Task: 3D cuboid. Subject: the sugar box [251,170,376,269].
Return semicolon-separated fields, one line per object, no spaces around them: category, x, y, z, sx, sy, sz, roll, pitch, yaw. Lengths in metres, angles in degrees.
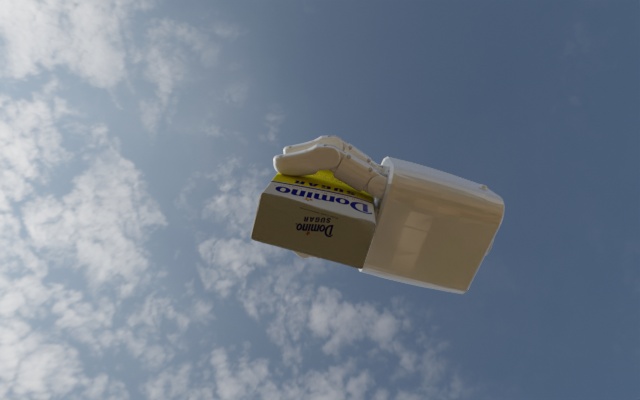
sugar box;0.000;0.001;0.444;0.093;0.048;0.176;15;13;-1
